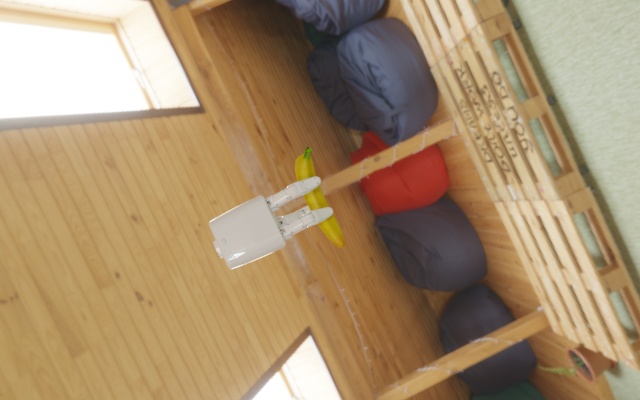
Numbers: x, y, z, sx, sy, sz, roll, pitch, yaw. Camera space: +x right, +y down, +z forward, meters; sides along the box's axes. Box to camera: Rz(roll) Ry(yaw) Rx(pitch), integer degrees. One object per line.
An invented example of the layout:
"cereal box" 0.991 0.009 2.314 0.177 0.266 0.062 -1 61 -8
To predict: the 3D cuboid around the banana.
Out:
"banana" -0.006 -0.003 0.883 0.037 0.198 0.069 -25 16 -11
